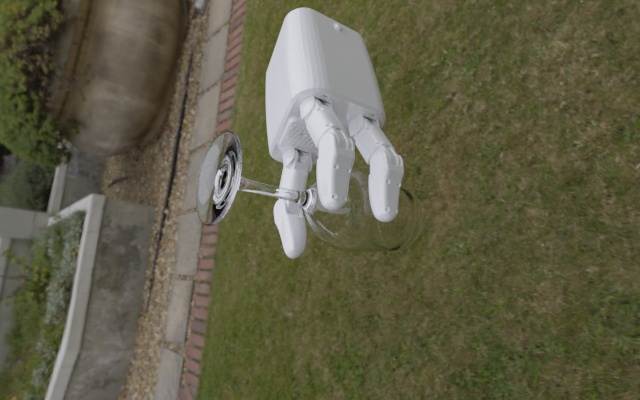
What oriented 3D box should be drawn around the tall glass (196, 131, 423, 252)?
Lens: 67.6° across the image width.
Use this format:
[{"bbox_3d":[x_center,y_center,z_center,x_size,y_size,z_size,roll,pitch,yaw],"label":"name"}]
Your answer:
[{"bbox_3d":[-0.001,0.001,0.419,0.201,0.079,0.079,14,-8,-35],"label":"tall glass"}]
